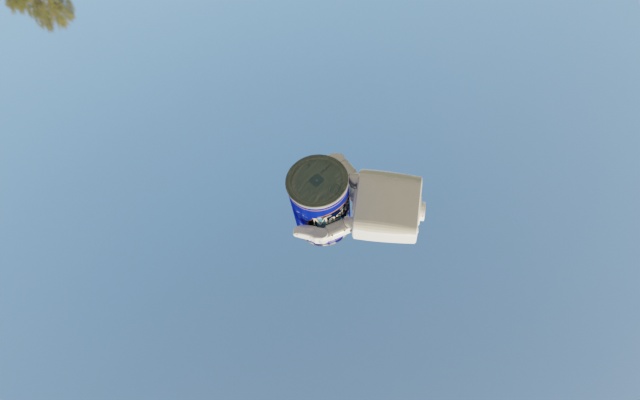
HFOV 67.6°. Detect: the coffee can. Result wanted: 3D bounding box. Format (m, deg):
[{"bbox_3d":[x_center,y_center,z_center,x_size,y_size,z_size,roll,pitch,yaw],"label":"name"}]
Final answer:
[{"bbox_3d":[0.000,0.003,0.824,0.103,0.102,0.140,0,-31,6],"label":"coffee can"}]
